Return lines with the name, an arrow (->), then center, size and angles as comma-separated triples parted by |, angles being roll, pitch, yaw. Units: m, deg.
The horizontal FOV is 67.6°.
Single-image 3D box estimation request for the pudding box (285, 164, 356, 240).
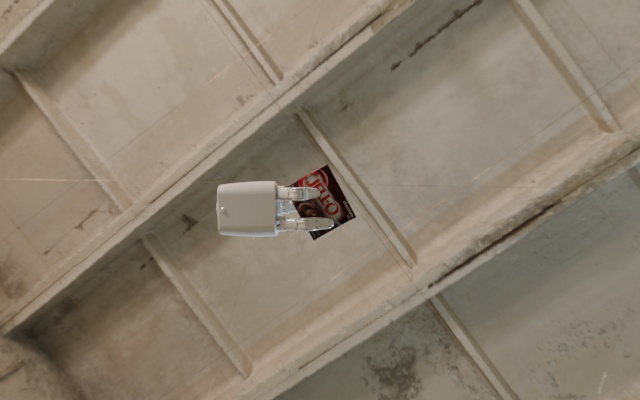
pudding box -> 0.000, 0.003, 0.877 | 0.090, 0.113, 0.039 | -29, 2, 2
